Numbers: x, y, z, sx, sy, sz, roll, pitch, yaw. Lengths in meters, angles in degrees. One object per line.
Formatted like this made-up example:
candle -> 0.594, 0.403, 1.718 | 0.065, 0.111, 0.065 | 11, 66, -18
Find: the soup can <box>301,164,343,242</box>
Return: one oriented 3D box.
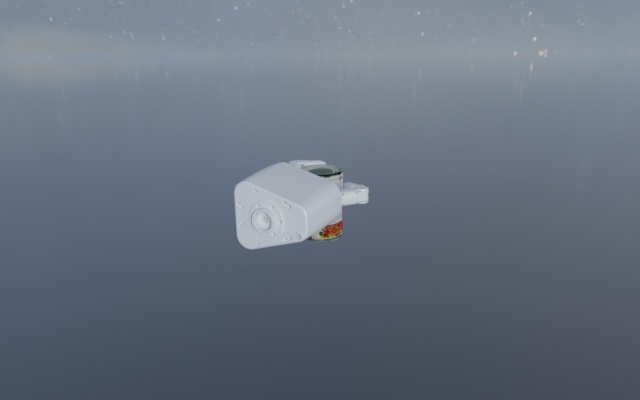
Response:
soup can -> 0.000, 0.002, 0.717 | 0.068, 0.102, 0.068 | 0, 17, 0
